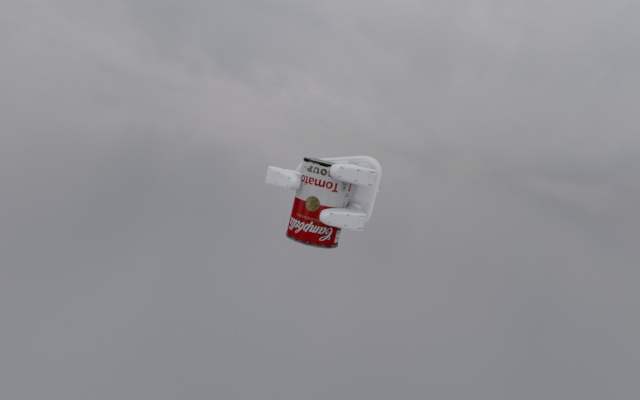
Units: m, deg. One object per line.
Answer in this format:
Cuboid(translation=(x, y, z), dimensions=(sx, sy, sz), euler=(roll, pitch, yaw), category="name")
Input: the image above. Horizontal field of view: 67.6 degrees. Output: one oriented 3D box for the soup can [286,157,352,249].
Cuboid(translation=(0.000, 0.002, 0.600), dimensions=(0.068, 0.102, 0.068), euler=(13, 8, -2), category="soup can")
